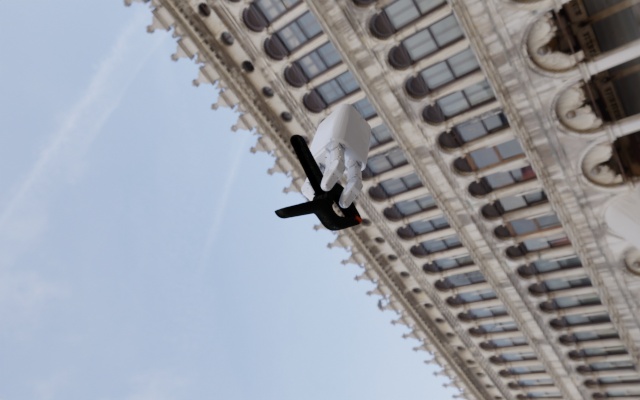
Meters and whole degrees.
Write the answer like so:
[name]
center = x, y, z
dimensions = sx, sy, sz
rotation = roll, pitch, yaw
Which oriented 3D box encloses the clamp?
[clamp]
center = 0.000, 0.003, 0.861
dimensions = 0.036, 0.164, 0.210
rotation = -16, -45, 39
